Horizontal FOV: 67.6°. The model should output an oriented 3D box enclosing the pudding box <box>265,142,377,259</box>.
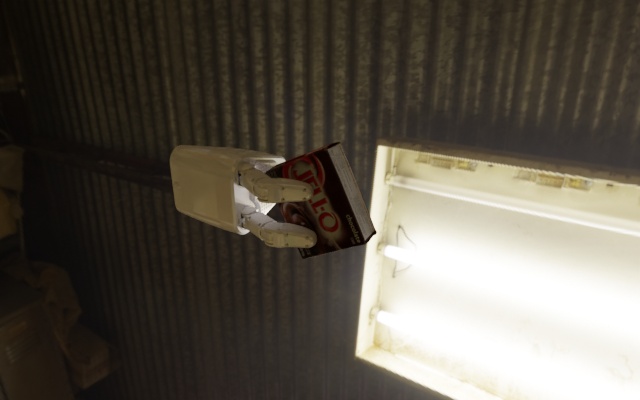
[{"bbox_3d":[0.000,0.002,0.532,0.090,0.113,0.039,-18,11,37],"label":"pudding box"}]
